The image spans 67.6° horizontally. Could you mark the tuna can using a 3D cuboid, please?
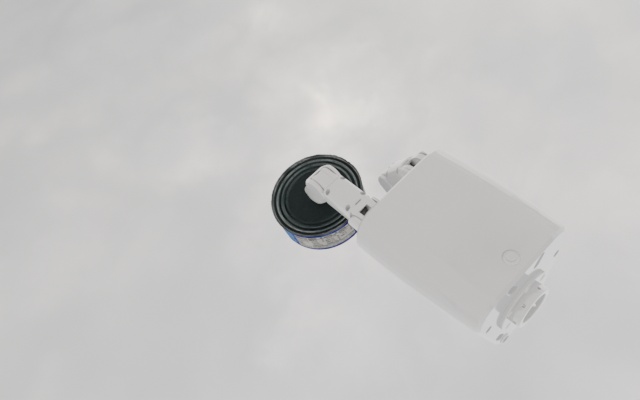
[{"bbox_3d":[0.000,0.002,0.442,0.086,0.086,0.034,0,-30,18],"label":"tuna can"}]
